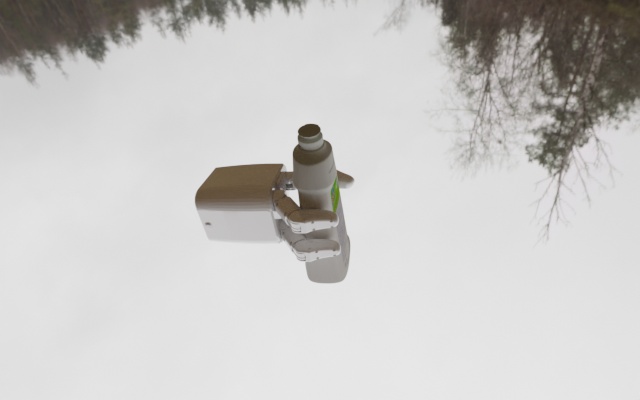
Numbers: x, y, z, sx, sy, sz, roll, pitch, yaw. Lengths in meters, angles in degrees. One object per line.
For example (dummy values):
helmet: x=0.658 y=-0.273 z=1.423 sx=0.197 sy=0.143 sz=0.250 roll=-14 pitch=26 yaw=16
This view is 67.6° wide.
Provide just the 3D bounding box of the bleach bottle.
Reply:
bleach bottle: x=0.000 y=0.002 z=0.656 sx=0.068 sy=0.251 sz=0.102 roll=-1 pitch=43 yaw=7
